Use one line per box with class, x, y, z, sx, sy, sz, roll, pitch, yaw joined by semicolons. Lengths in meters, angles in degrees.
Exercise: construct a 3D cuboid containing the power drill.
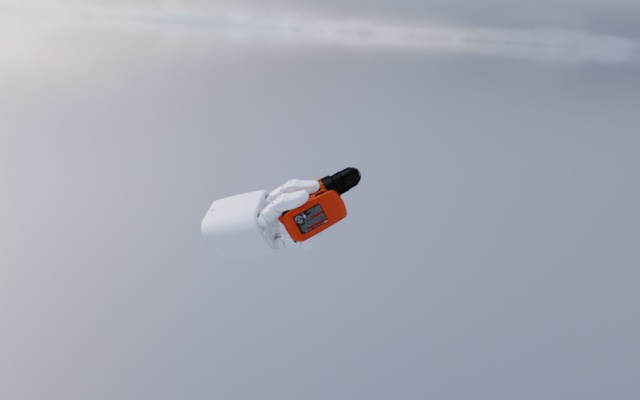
power drill;0.000;0.003;0.865;0.184;0.057;0.187;-30;10;3
